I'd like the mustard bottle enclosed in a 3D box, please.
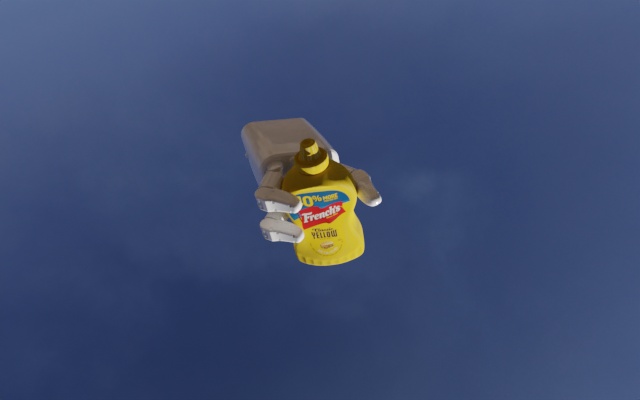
[{"bbox_3d":[0.000,0.002,0.614,0.096,0.192,0.058,-6,42,7],"label":"mustard bottle"}]
